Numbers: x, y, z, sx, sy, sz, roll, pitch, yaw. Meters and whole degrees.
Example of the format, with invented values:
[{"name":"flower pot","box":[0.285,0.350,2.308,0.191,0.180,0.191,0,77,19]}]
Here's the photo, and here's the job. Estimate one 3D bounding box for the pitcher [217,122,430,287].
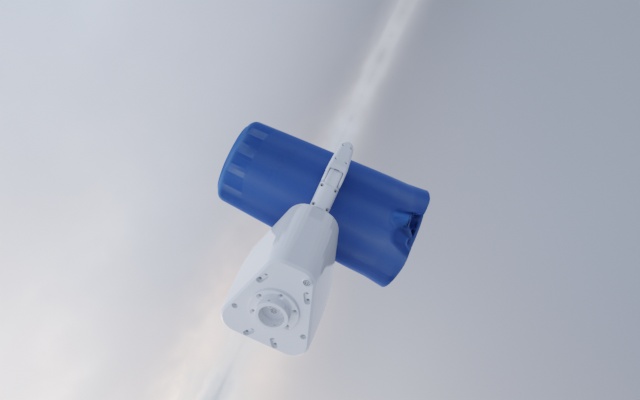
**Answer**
[{"name":"pitcher","box":[0.000,0.002,0.607,0.243,0.149,0.145,25,31,-2]}]
